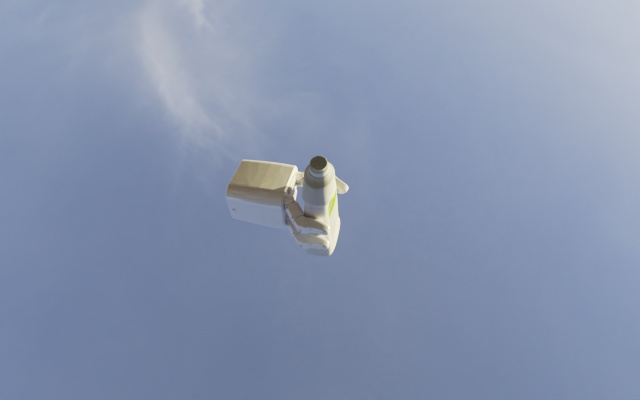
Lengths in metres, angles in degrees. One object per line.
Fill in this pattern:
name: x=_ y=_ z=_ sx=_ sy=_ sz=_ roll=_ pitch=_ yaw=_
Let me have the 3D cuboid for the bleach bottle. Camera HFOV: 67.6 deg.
bleach bottle: x=0.000 y=0.003 z=0.855 sx=0.068 sy=0.102 sz=0.251 roll=9 pitch=-33 yaw=6
